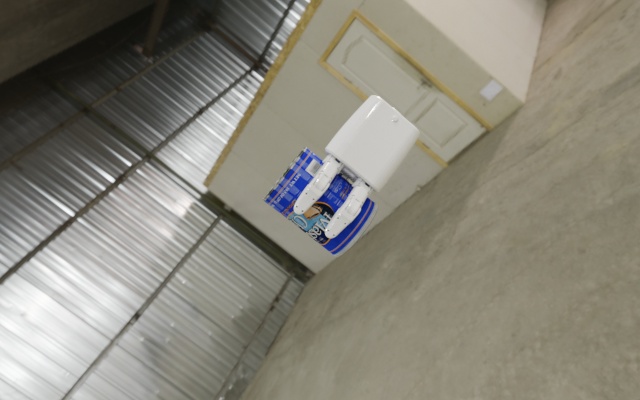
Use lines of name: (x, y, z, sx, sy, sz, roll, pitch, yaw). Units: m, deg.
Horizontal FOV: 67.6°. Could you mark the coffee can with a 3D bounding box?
coffee can: (0.000, 0.003, 0.714, 0.140, 0.103, 0.103, 39, -5, -7)
